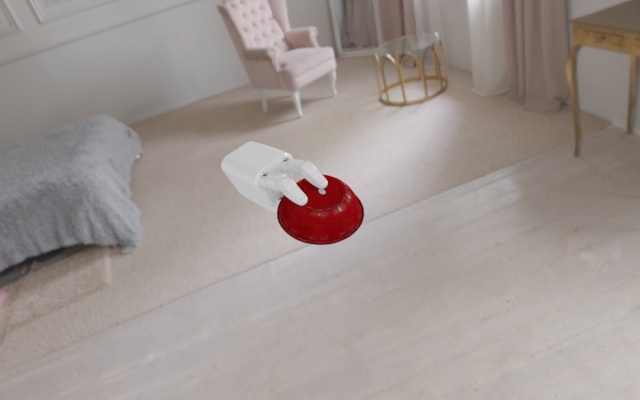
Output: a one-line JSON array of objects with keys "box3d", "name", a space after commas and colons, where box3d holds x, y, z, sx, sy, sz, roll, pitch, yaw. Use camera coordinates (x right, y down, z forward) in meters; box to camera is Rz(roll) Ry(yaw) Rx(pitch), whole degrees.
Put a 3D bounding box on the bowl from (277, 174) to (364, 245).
[{"box3d": [0.001, 0.003, 0.864, 0.162, 0.055, 0.162, 0, 45, 0], "name": "bowl"}]
